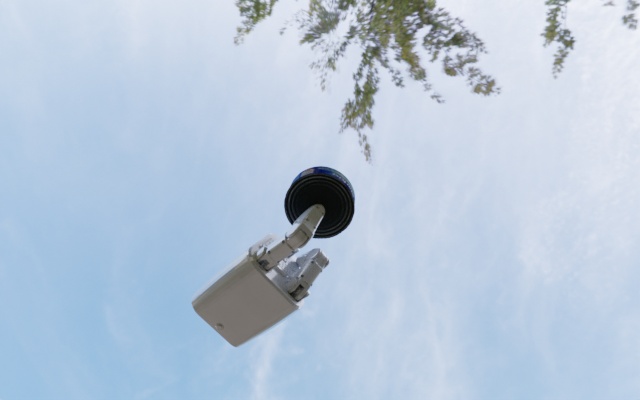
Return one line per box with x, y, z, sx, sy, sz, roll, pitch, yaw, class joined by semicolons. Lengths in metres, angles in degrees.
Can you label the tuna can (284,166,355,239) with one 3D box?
0.000;0.002;0.587;0.086;0.086;0.033;0;22;6;tuna can
